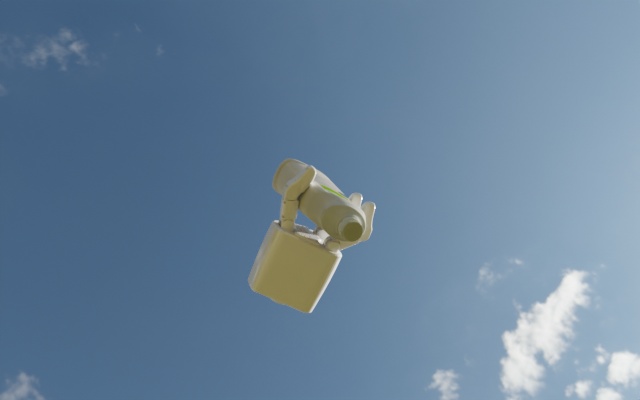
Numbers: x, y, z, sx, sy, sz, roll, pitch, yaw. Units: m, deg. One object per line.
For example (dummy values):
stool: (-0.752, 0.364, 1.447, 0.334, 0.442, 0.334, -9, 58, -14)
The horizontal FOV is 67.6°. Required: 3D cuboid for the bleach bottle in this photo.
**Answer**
bleach bottle: (0.000, 0.002, 0.736, 0.102, 0.068, 0.250, 23, 9, -22)
